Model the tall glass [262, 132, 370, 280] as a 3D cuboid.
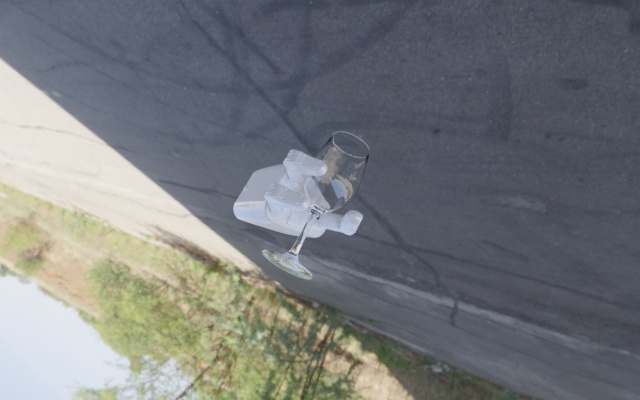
[{"bbox_3d":[0.000,0.003,0.655,0.079,0.201,0.079,25,-20,10],"label":"tall glass"}]
